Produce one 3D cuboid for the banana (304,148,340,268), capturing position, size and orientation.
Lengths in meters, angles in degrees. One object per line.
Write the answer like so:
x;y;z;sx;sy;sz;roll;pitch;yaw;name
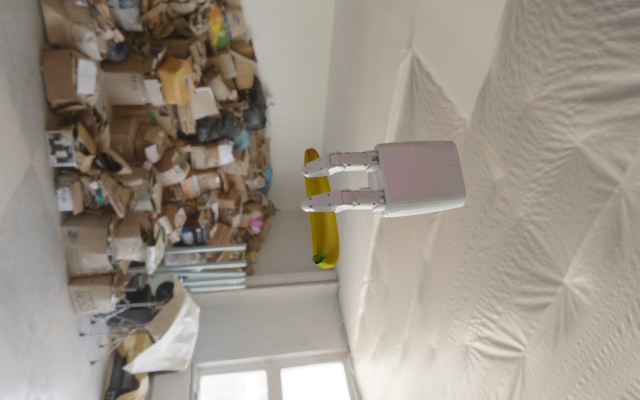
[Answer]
0.002;0.017;0.638;0.037;0.197;0.070;-7;-41;0;banana
